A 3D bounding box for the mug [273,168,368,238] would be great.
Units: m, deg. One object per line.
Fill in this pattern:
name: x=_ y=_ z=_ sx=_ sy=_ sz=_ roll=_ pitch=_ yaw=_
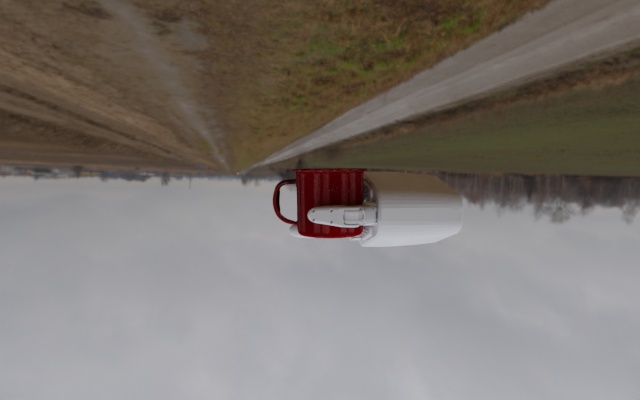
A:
mug: x=-0.001 y=0.002 z=0.585 sx=0.117 sy=0.081 sz=0.093 roll=-1 pitch=3 yaw=-9
